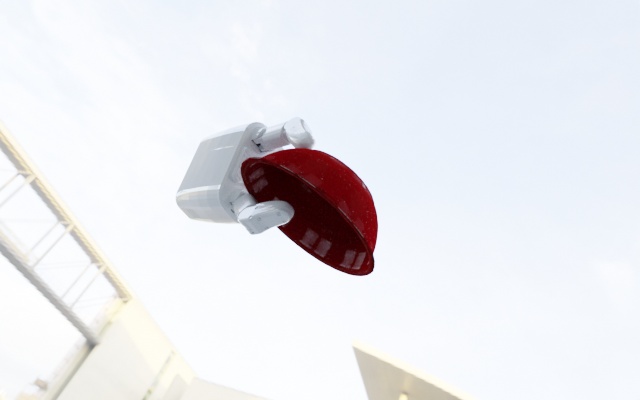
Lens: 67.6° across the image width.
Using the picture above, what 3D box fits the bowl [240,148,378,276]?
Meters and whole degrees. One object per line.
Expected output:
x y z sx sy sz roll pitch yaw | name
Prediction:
0.001 0.002 0.467 0.162 0.055 0.162 34 -23 16 | bowl
